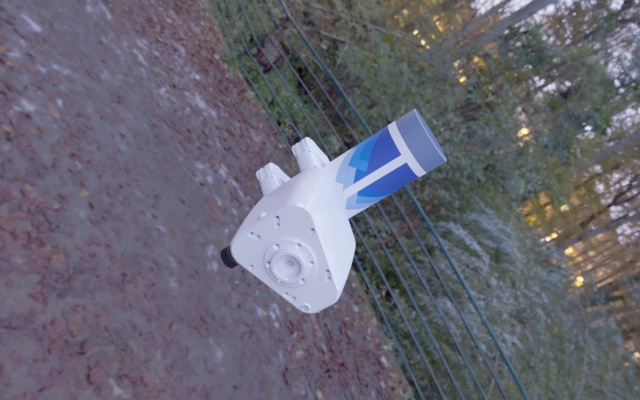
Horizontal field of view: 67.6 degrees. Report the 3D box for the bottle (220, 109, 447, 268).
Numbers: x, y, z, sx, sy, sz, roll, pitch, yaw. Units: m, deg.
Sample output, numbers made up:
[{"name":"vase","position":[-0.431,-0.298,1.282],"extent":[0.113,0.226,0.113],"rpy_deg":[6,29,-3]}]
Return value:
[{"name":"bottle","position":[0.000,0.002,0.561],"extent":[0.296,0.069,0.069],"rpy_deg":[-31,-11,19]}]
